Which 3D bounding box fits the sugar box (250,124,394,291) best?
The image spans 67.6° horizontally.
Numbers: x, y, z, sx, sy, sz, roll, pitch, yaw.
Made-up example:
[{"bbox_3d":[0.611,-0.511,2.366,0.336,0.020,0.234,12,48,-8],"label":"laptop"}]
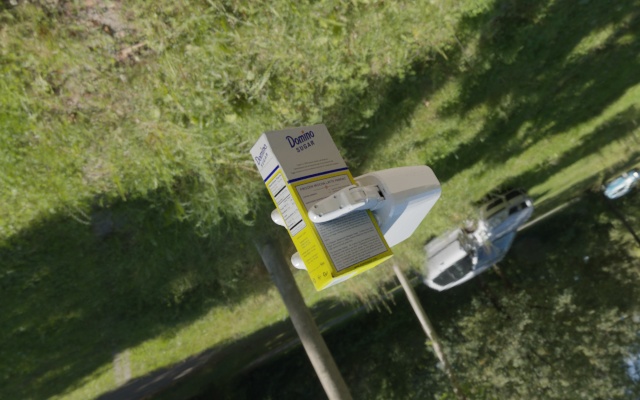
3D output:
[{"bbox_3d":[0.000,0.002,0.532,0.093,0.176,0.048,-15,-20,-40],"label":"sugar box"}]
